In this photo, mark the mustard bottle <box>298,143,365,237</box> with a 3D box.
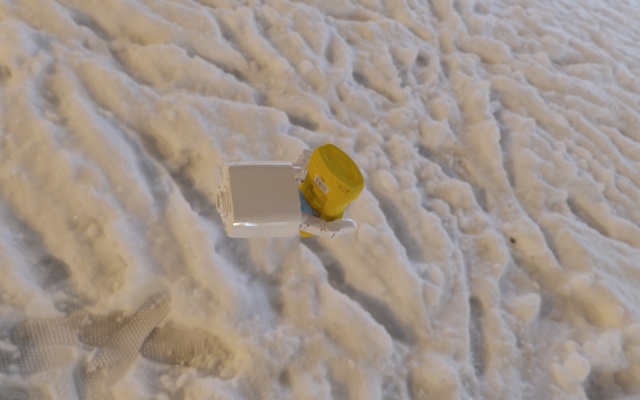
[{"bbox_3d":[0.000,0.002,0.792,0.058,0.096,0.192,-26,-23,-37],"label":"mustard bottle"}]
